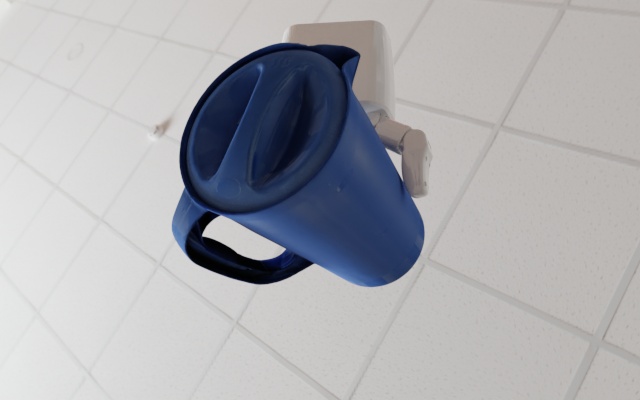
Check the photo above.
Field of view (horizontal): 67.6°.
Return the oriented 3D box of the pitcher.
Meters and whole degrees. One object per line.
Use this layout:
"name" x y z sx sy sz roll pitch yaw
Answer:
"pitcher" 0.000 0.001 0.409 0.149 0.145 0.243 -9 -28 24
